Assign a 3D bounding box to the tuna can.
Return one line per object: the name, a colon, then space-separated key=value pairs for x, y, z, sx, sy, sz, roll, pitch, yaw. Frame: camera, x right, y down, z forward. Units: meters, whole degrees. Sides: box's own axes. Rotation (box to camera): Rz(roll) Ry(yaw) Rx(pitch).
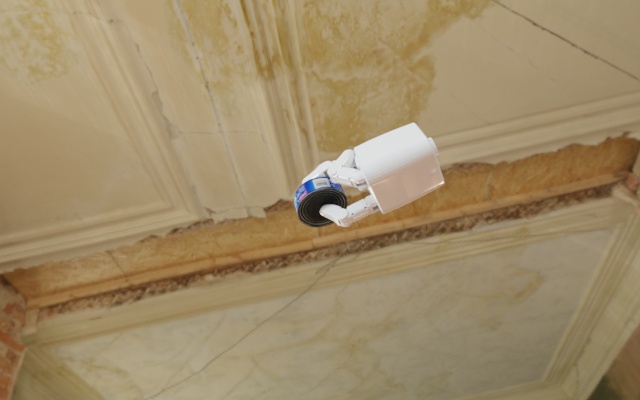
tuna can: x=0.000 y=0.002 z=0.786 sx=0.086 sy=0.086 sz=0.033 roll=0 pitch=41 yaw=-19
